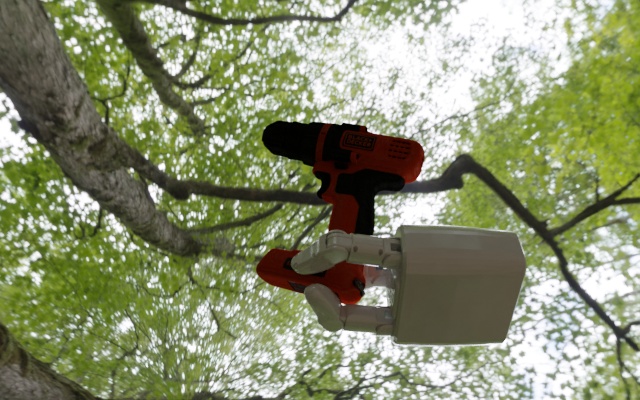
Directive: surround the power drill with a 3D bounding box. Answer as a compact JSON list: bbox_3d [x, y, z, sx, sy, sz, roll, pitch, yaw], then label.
[{"bbox_3d":[0.000,0.002,0.497,0.184,0.187,0.057,11,-22,19],"label":"power drill"}]
